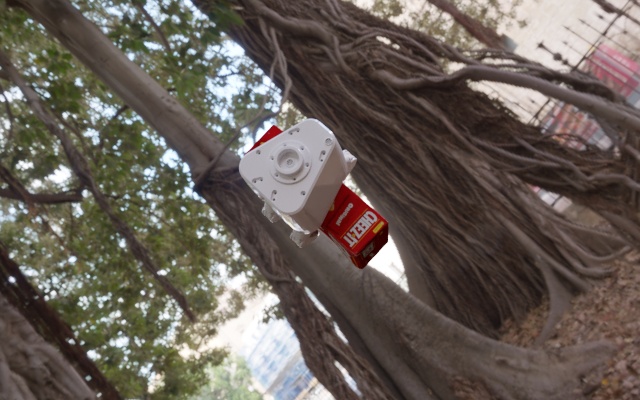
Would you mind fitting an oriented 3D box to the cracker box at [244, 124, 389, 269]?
[{"bbox_3d":[0.000,0.002,0.710,0.213,0.072,0.164,42,-4,15],"label":"cracker box"}]
